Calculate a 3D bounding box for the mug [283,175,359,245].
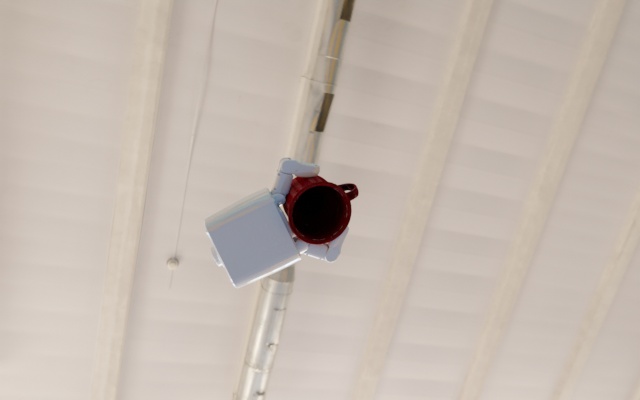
[{"bbox_3d":[0.001,0.002,0.707,0.117,0.093,0.081,-26,21,-7],"label":"mug"}]
